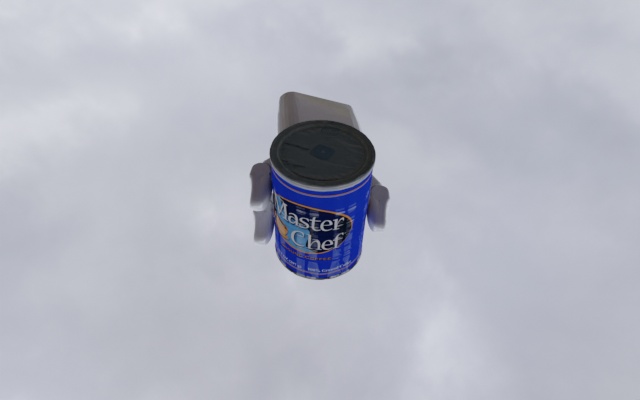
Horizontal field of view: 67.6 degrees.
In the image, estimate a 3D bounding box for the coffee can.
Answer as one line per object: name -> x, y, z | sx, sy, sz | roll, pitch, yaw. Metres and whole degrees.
coffee can -> 0.000, 0.002, 0.507 | 0.103, 0.140, 0.102 | 1, 44, -1
